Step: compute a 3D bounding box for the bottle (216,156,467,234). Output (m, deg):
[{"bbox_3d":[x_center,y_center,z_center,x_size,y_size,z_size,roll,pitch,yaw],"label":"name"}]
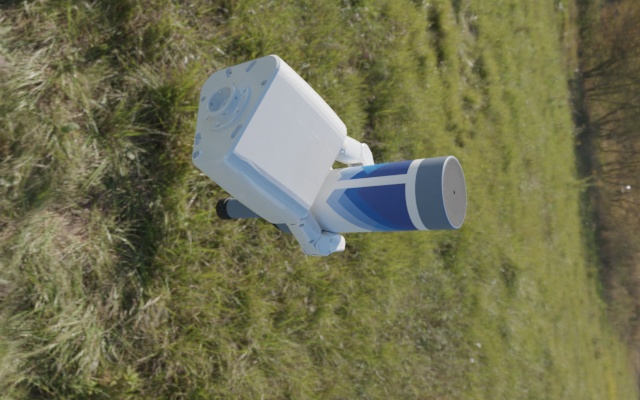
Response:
[{"bbox_3d":[0.000,0.002,0.512,0.296,0.069,0.069,-4,-2,34],"label":"bottle"}]
